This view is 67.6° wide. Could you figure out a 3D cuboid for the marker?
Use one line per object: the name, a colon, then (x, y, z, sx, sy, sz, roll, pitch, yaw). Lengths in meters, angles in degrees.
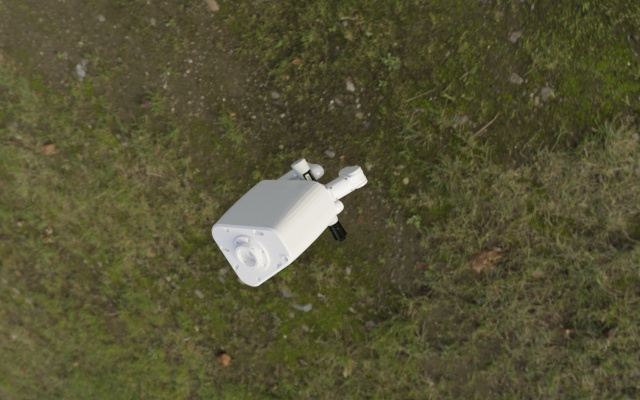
marker: (0.000, 0.002, 0.616, 0.020, 0.121, 0.020, -28, 15, 8)
